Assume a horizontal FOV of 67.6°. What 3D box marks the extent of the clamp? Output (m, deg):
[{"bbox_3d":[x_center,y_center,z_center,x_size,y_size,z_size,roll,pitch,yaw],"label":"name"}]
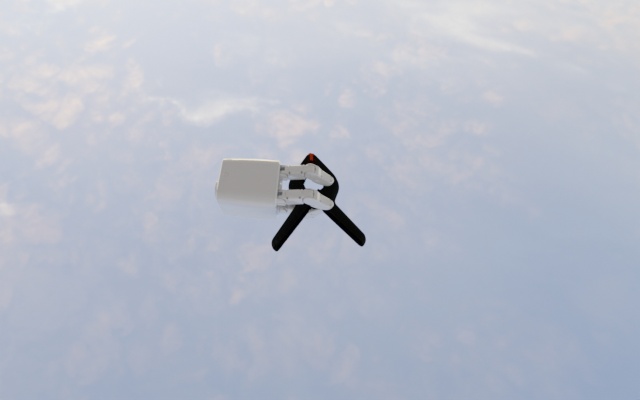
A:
[{"bbox_3d":[0.000,0.003,0.881,0.164,0.209,0.036,4,-34,-2],"label":"clamp"}]
